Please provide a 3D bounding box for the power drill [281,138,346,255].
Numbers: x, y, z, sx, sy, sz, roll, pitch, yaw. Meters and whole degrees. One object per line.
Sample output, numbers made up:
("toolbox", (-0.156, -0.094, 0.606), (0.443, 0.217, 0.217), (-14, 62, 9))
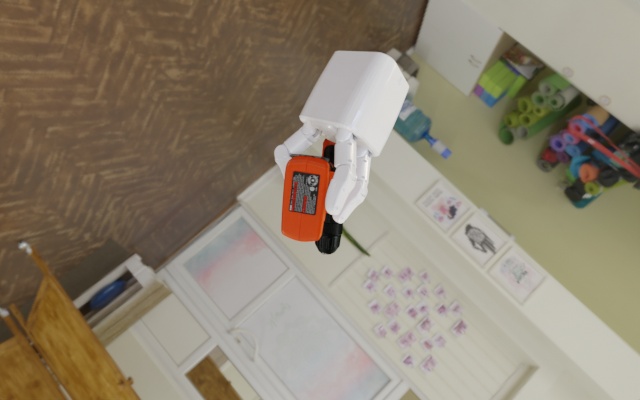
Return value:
("power drill", (0.000, 0.002, 0.667), (0.057, 0.184, 0.187), (6, 9, 12))
